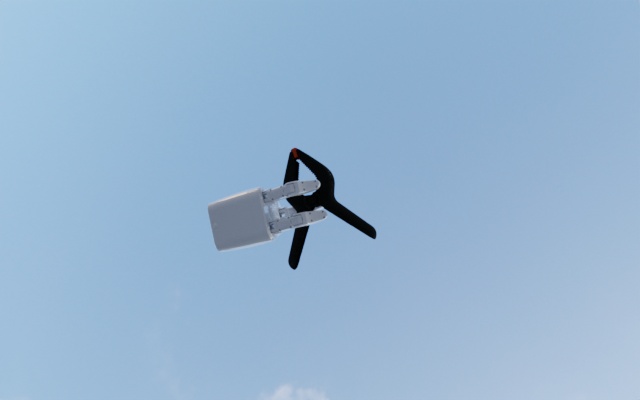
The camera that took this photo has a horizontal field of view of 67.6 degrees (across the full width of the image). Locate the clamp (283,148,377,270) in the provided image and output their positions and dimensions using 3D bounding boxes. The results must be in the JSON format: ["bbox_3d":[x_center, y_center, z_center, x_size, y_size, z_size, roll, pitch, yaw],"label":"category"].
[{"bbox_3d":[0.000,0.002,0.845,0.164,0.210,0.036,-15,-7,10],"label":"clamp"}]
